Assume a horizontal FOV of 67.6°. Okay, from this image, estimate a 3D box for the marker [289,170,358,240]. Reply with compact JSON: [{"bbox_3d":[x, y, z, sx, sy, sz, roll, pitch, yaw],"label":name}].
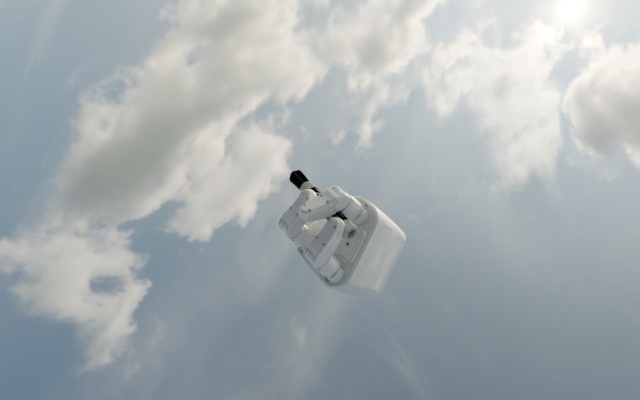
[{"bbox_3d":[0.000,0.002,0.558,0.020,0.020,0.121,0,35,-44],"label":"marker"}]
